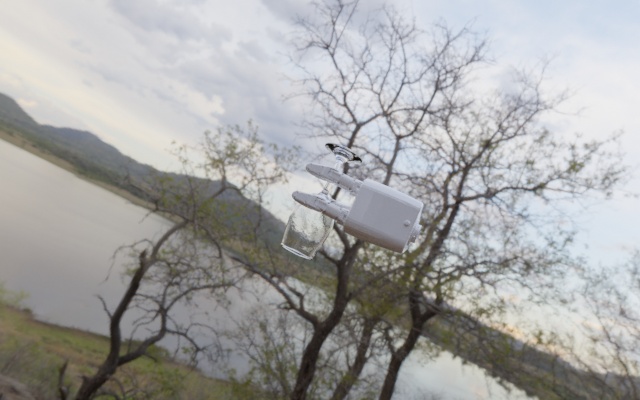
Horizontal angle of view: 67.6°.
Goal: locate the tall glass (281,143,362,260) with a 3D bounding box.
[{"bbox_3d":[0.000,0.002,0.845,0.079,0.201,0.079,25,-11,5],"label":"tall glass"}]
